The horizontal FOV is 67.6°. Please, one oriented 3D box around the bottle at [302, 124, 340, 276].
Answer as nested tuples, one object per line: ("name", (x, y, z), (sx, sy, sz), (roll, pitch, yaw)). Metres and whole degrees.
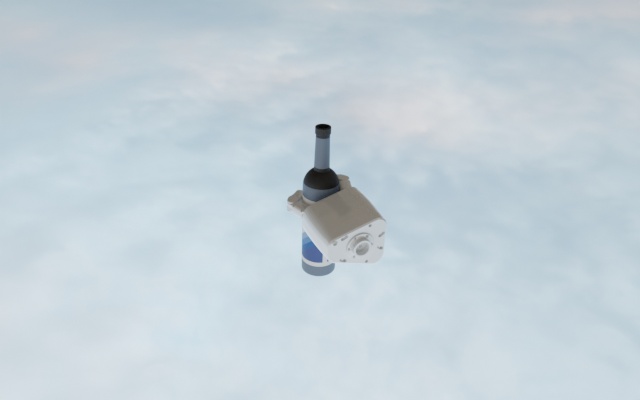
("bottle", (0.000, 0.003, 0.873), (0.069, 0.296, 0.069), (2, 30, -1))
